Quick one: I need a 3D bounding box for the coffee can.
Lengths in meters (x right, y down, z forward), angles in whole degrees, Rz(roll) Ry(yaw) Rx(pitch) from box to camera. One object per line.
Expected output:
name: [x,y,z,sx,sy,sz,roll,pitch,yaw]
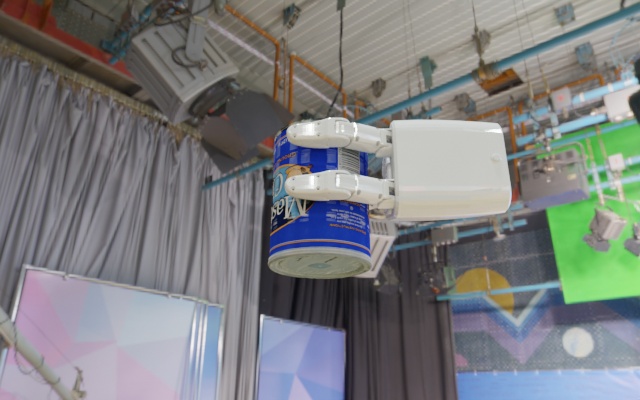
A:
coffee can: [0.000,0.002,0.496,0.103,0.140,0.103,0,-21,0]
